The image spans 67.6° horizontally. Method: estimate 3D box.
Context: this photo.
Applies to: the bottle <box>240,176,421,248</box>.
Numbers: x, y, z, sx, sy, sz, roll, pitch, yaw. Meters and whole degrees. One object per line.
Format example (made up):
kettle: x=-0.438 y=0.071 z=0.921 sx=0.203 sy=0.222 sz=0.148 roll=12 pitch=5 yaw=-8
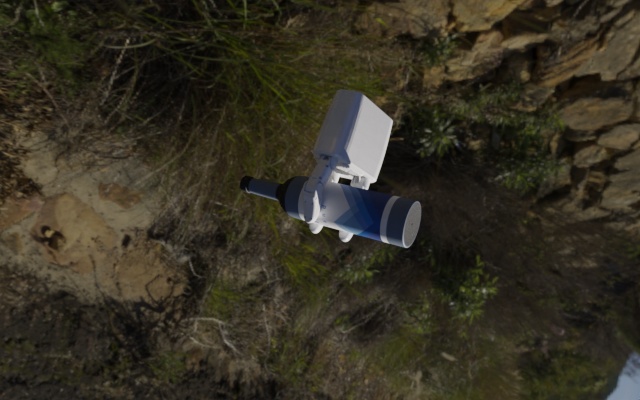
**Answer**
bottle: x=0.000 y=0.002 z=0.722 sx=0.295 sy=0.069 sz=0.069 roll=14 pitch=7 yaw=29
